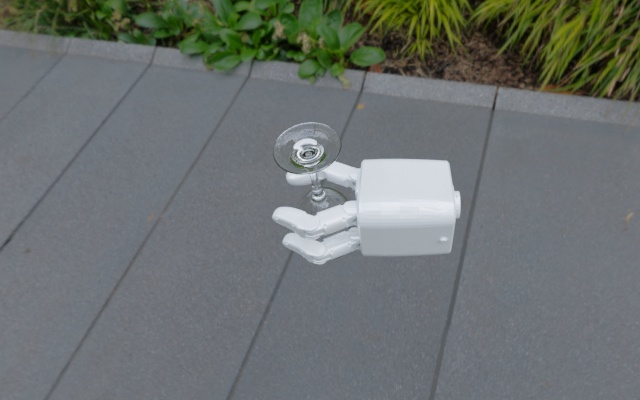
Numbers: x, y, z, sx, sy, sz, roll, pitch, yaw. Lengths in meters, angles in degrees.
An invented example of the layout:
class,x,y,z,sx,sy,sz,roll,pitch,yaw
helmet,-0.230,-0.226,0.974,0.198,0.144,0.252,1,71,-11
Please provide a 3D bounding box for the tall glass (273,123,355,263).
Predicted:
class,x,y,z,sx,sy,sz,roll,pitch,yaw
tall glass,0.000,0.001,0.587,0.079,0.079,0.201,0,-36,10
